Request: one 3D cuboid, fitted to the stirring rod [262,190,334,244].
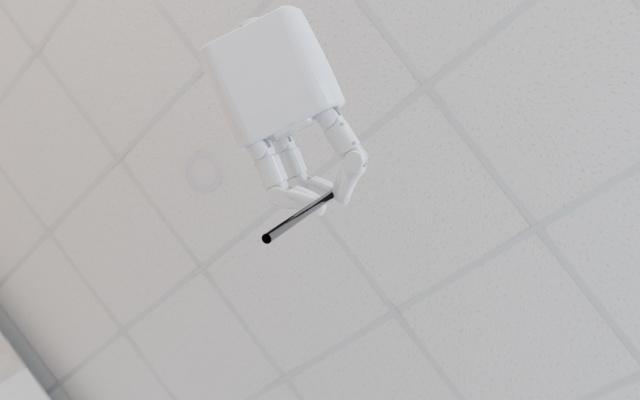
[{"bbox_3d":[0.000,0.001,0.459,0.011,0.011,0.239,0,13,20],"label":"stirring rod"}]
